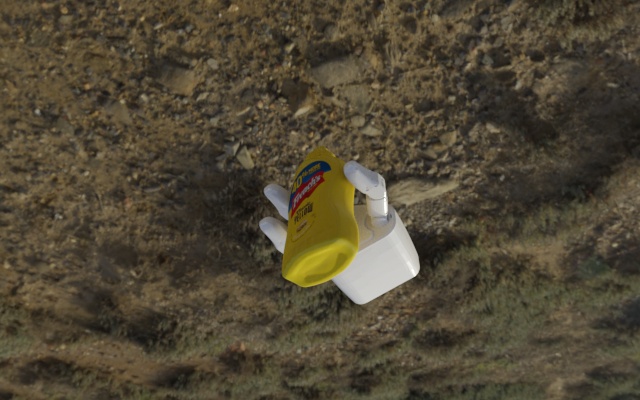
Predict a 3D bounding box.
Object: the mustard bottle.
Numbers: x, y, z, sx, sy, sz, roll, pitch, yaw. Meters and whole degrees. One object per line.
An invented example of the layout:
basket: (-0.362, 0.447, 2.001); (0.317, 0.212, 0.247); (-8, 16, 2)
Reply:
mustard bottle: (0.000, 0.002, 0.571); (0.058, 0.191, 0.096); (30, -51, -26)
